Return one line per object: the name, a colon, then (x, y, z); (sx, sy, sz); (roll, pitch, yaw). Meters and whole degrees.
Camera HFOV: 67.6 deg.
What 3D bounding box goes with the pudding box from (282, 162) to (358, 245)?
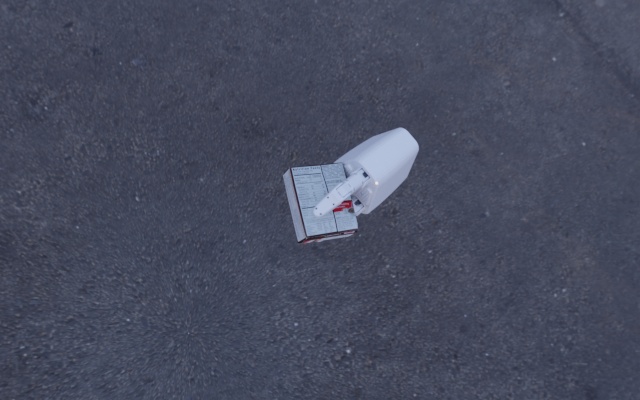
pudding box: (0.000, 0.002, 0.711); (0.090, 0.113, 0.039); (-7, -16, -24)
